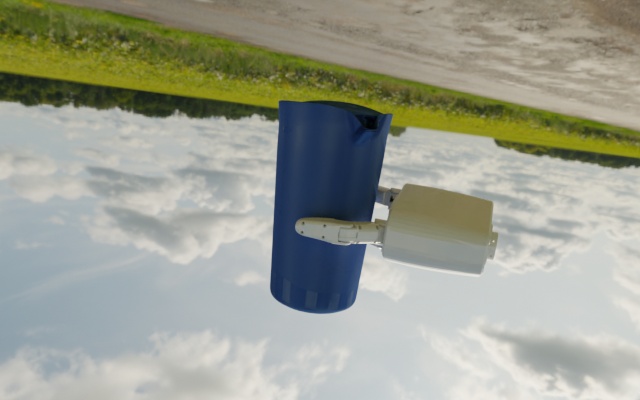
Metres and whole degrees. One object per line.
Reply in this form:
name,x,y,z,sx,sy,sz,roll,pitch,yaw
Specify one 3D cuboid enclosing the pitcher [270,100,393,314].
pitcher,0.000,0.002,0.582,0.145,0.243,0.149,10,10,16
